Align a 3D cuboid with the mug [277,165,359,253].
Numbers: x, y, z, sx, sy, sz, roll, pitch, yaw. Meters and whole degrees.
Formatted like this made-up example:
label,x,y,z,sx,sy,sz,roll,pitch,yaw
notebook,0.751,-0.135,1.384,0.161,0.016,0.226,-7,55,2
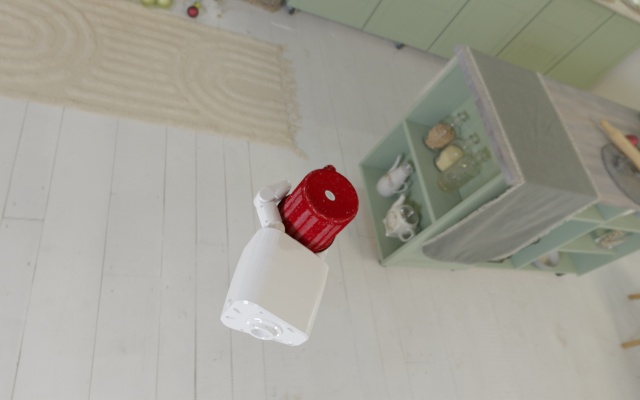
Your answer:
label,x,y,z,sx,sy,sz,roll,pitch,yaw
mug,0.001,0.001,0.634,0.093,0.117,0.081,26,-38,-14
